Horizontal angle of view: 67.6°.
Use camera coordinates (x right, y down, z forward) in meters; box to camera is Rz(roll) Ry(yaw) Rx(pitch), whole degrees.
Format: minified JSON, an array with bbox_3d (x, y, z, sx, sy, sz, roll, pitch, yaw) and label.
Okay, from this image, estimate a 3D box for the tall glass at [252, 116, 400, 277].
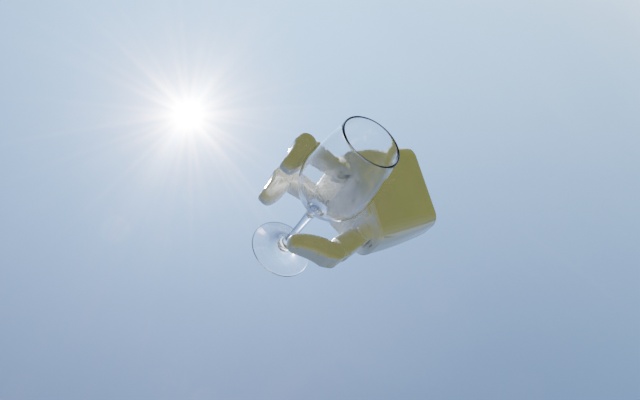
[{"bbox_3d":[0.000,0.002,0.501,0.079,0.079,0.201,0,-34,-34],"label":"tall glass"}]
